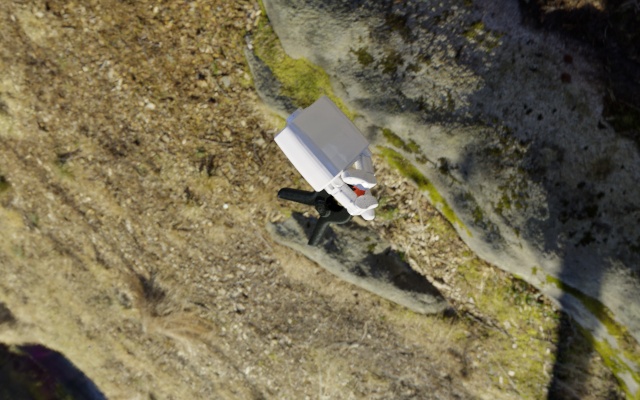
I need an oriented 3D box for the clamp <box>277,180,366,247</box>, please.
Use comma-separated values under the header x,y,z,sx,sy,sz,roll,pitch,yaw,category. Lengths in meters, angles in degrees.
x,y,z,sx,sy,sz,roll,pitch,yaw,category
0.000,0.003,0.810,0.171,0.120,0.039,-36,8,41,clamp
